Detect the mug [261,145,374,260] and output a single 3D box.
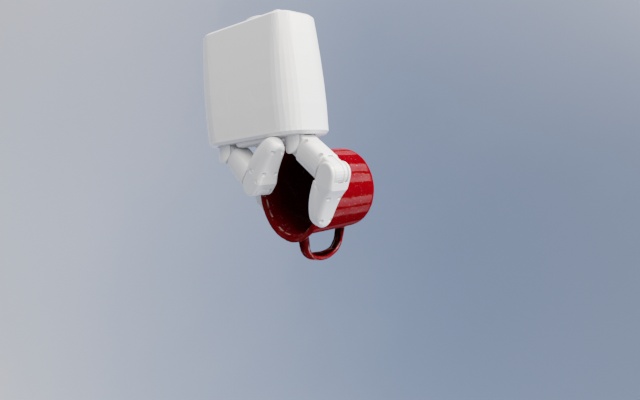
[{"bbox_3d":[0.000,0.003,0.481,0.081,0.117,0.093,-9,5,-41],"label":"mug"}]
